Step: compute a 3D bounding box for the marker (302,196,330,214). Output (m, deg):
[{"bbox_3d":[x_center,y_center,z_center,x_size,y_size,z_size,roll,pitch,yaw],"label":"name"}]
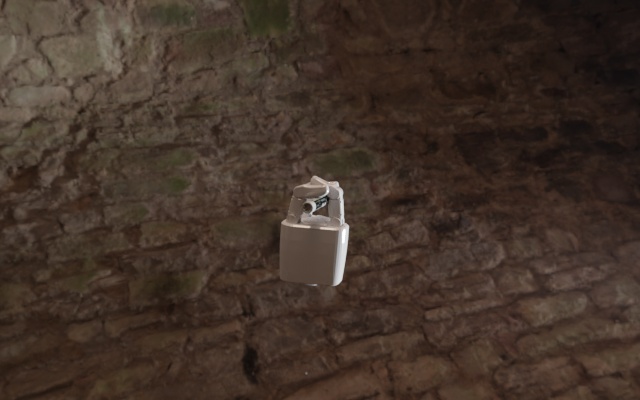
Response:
[{"bbox_3d":[0.000,0.003,0.804,0.020,0.020,0.121,0,9,20],"label":"marker"}]
